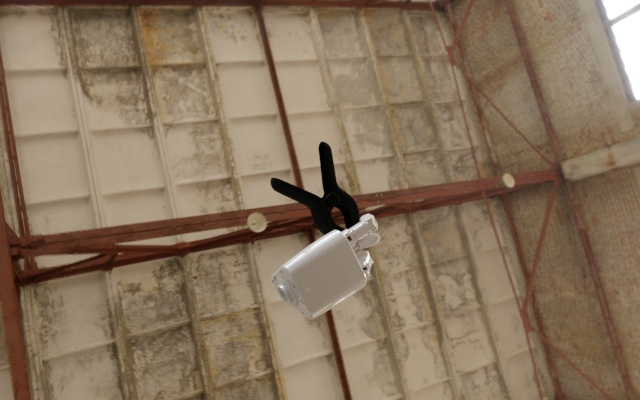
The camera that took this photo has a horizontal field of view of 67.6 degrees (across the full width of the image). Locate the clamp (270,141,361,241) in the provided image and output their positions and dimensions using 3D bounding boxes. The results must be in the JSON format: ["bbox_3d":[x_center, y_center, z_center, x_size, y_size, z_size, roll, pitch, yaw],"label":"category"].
[{"bbox_3d":[0.000,0.003,0.767,0.120,0.171,0.039,-29,2,-18],"label":"clamp"}]
